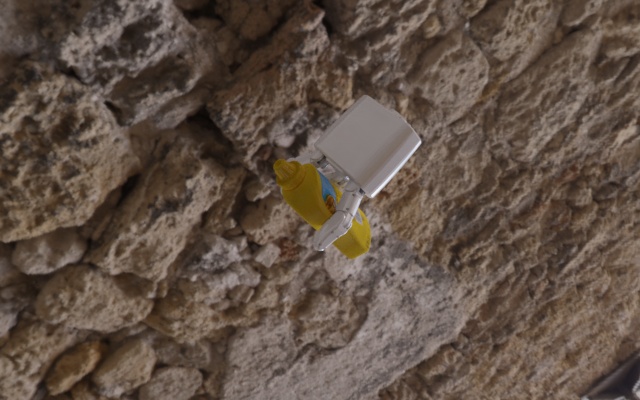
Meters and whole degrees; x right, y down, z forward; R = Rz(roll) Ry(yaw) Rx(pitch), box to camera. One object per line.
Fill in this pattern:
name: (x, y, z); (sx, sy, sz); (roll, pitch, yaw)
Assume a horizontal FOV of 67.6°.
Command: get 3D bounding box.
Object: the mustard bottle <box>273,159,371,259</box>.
mustard bottle: (0.000, 0.003, 0.677); (0.058, 0.096, 0.192); (-30, -47, 19)
